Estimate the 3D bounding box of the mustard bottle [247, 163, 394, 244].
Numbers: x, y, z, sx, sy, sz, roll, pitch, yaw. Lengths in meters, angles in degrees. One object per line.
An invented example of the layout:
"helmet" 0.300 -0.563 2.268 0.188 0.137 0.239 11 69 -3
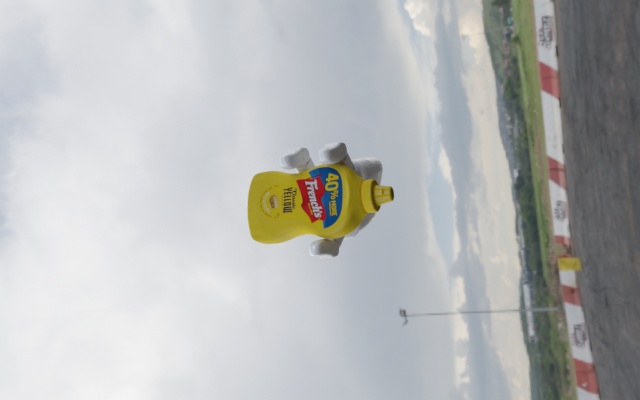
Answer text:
"mustard bottle" 0.000 0.002 0.614 0.191 0.096 0.058 -6 -17 23
